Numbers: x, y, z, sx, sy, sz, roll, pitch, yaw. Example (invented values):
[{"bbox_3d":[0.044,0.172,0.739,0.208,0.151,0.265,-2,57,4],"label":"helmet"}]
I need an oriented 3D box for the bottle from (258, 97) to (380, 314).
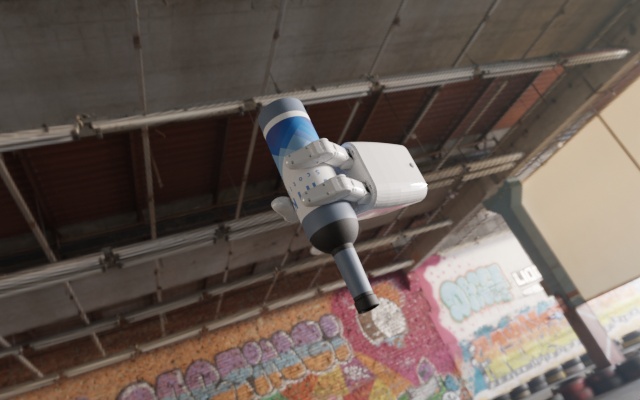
[{"bbox_3d":[0.000,0.002,0.607,0.069,0.295,0.069,-20,-23,-9],"label":"bottle"}]
